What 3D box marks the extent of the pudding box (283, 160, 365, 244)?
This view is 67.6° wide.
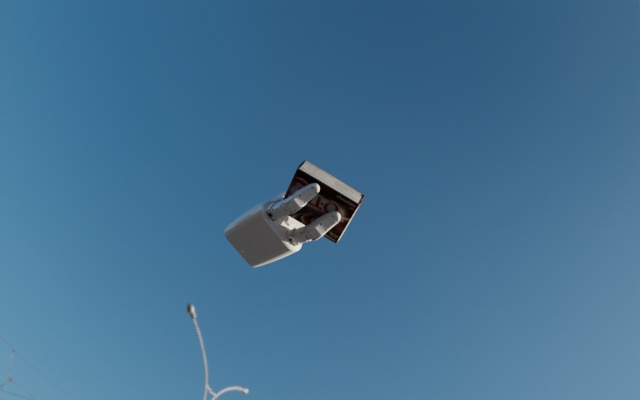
[{"bbox_3d":[0.000,0.002,0.758,0.113,0.090,0.039,29,37,2],"label":"pudding box"}]
